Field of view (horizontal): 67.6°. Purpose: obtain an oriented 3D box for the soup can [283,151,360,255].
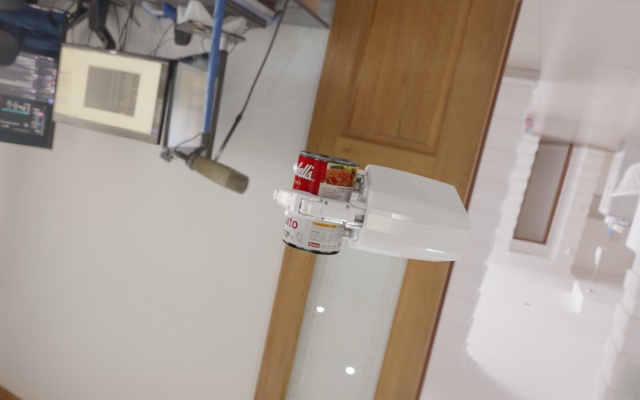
[{"bbox_3d":[0.000,0.002,0.528,0.068,0.102,0.068,12,8,-2],"label":"soup can"}]
